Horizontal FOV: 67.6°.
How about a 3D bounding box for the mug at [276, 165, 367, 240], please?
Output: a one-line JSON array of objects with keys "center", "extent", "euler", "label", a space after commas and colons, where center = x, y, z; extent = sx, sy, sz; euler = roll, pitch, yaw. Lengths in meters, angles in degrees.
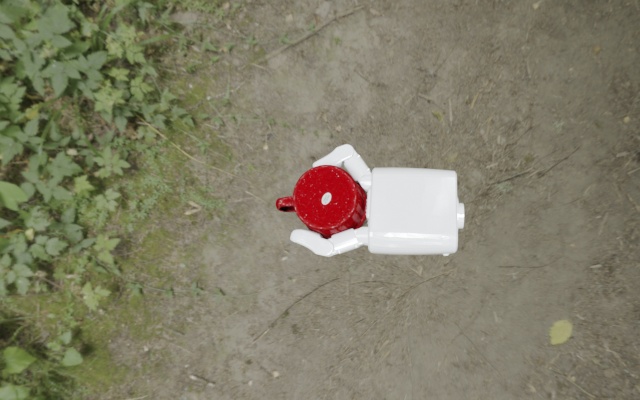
[{"center": [-0.001, 0.002, 0.610], "extent": [0.117, 0.093, 0.081], "euler": [0, -9, 10], "label": "mug"}]
